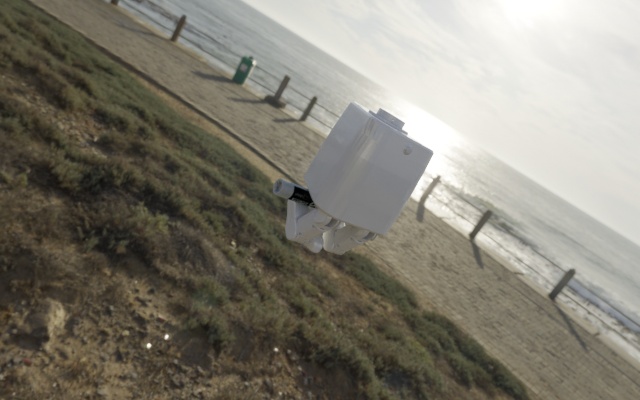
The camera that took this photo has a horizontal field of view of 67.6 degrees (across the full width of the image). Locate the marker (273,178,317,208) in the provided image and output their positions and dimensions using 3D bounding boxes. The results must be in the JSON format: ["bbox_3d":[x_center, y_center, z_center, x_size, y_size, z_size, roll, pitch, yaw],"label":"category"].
[{"bbox_3d":[0.000,0.002,0.542,0.121,0.020,0.020,20,-12,-36],"label":"marker"}]
